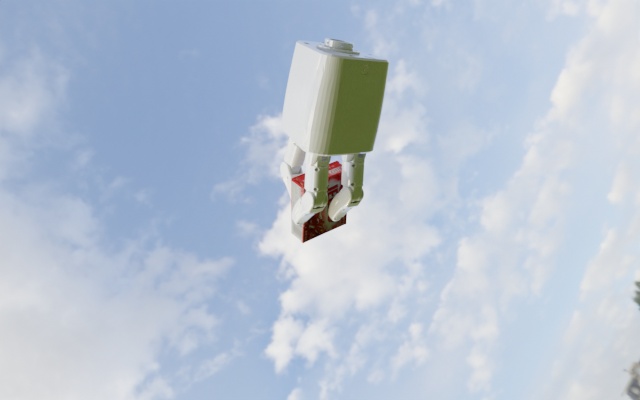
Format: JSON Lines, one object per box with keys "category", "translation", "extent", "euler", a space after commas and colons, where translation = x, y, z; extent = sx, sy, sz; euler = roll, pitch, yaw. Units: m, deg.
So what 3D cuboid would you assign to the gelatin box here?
{"category": "gelatin box", "translation": [0.000, 0.002, 0.607], "extent": [0.073, 0.089, 0.030], "euler": [-22, 42, -31]}
